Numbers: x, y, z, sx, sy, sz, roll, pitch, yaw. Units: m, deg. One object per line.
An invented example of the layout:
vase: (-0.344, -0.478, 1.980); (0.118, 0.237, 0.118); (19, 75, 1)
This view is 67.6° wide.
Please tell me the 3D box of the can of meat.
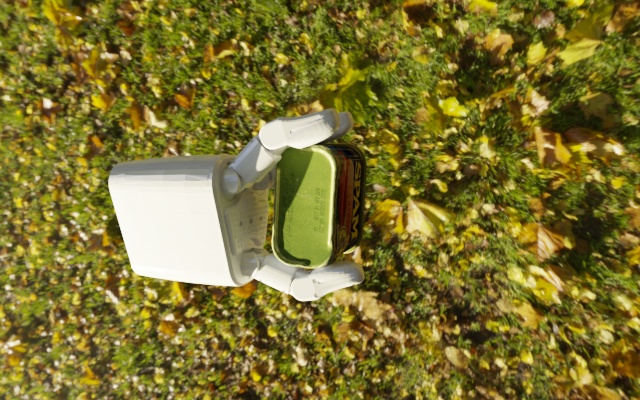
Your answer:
can of meat: (0.000, 0.001, 0.404); (0.057, 0.102, 0.084); (5, 7, 19)
